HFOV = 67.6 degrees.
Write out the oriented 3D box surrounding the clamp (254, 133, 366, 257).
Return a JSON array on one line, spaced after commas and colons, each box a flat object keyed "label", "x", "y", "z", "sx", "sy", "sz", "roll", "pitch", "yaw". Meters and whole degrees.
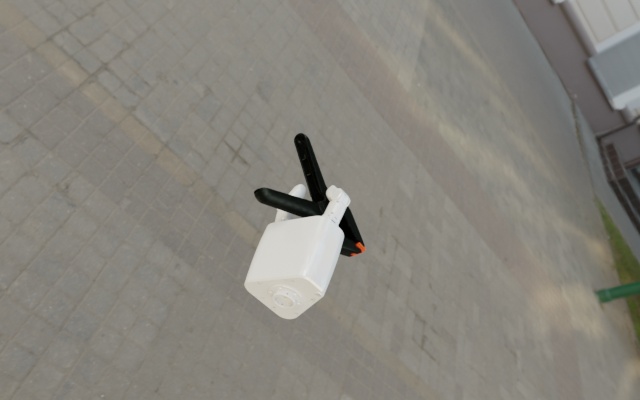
[{"label": "clamp", "x": 0.001, "y": 0.003, "z": 0.745, "sx": 0.036, "sy": 0.164, "sz": 0.210, "roll": -25, "pitch": -59, "yaw": 39}]
